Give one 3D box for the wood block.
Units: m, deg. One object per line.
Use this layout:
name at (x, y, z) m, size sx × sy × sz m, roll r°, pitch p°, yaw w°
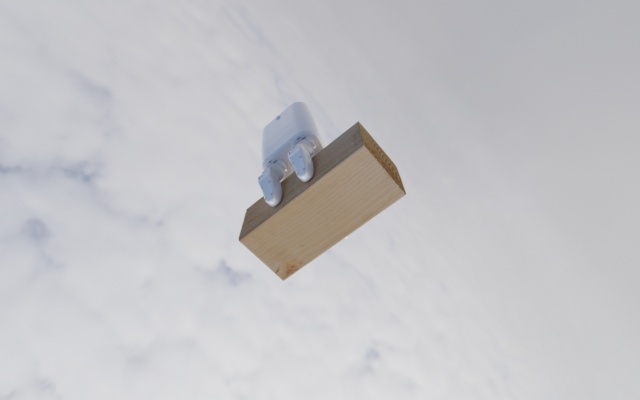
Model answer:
wood block at (0.000, 0.002, 0.642) m, size 0.206 × 0.091 × 0.090 m, roll -37°, pitch 23°, yaw 18°
